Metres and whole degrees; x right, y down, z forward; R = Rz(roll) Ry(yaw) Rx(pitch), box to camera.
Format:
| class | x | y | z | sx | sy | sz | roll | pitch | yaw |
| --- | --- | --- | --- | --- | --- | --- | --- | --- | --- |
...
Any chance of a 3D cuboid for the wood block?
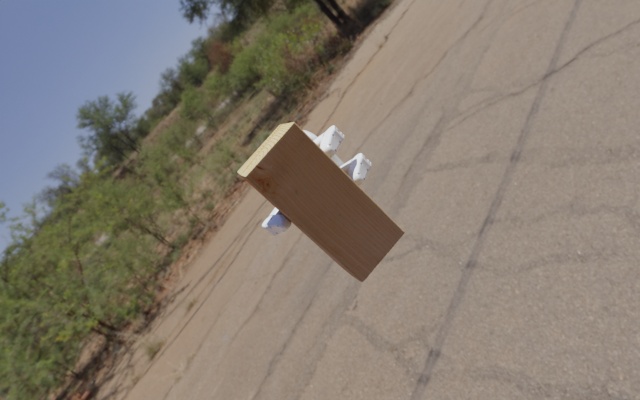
| class | x | y | z | sx | sy | sz | roll | pitch | yaw |
| --- | --- | --- | --- | --- | --- | --- | --- | --- | --- |
| wood block | 0.000 | 0.002 | 0.634 | 0.206 | 0.091 | 0.090 | 43 | -6 | -17 |
